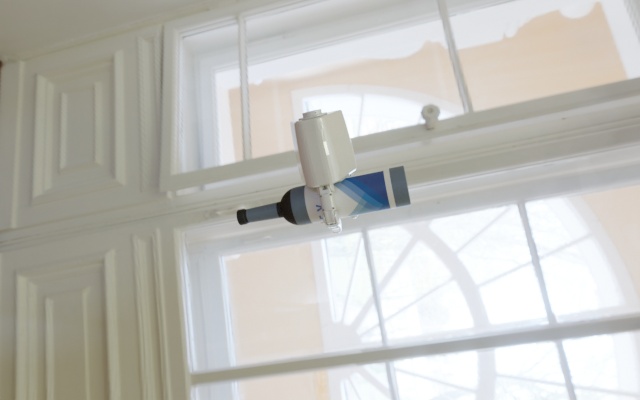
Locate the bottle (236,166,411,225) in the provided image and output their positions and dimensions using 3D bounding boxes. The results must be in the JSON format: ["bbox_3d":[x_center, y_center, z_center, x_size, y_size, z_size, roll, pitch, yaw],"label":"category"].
[{"bbox_3d":[0.000,0.003,0.807,0.296,0.069,0.069,-11,-2,11],"label":"bottle"}]
